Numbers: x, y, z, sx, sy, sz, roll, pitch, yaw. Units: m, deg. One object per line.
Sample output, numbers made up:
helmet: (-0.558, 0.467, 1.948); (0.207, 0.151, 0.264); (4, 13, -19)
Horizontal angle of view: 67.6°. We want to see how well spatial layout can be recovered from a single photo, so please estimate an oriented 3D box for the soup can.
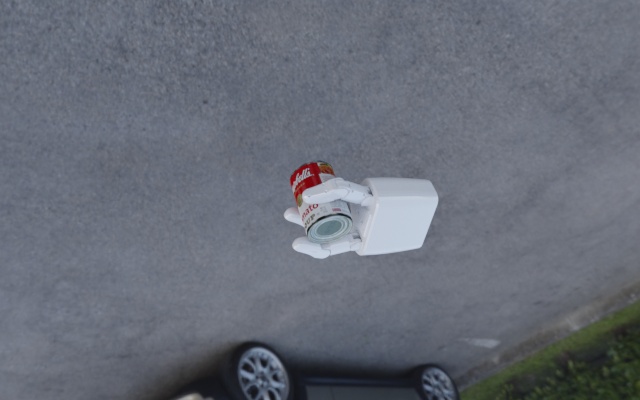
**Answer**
soup can: (0.000, 0.002, 0.683); (0.068, 0.102, 0.069); (-12, -36, -9)
